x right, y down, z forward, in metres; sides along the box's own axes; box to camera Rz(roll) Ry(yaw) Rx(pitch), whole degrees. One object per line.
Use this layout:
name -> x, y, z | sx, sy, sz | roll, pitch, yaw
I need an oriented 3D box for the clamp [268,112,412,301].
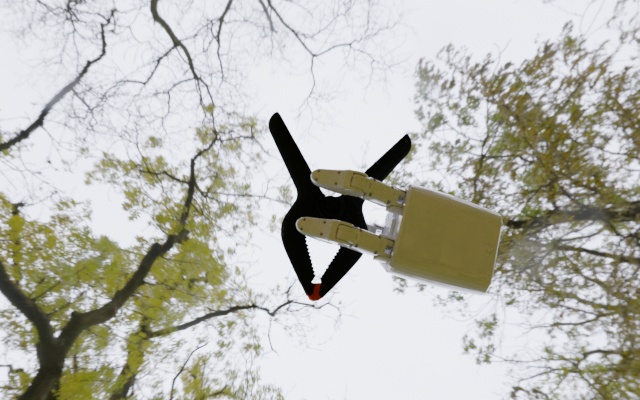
clamp -> 0.000, 0.002, 0.526 | 0.164, 0.210, 0.036 | 16, -15, 2
